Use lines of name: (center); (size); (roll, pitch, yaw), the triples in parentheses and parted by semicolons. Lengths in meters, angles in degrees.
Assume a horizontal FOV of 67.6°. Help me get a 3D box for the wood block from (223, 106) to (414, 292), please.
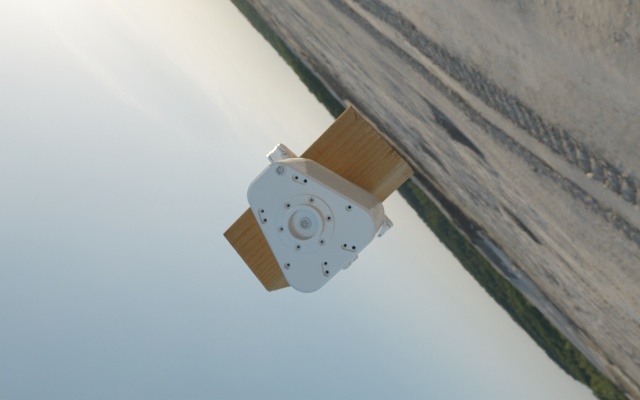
wood block: (0.000, 0.002, 0.560); (0.206, 0.091, 0.090); (-44, -15, 10)
